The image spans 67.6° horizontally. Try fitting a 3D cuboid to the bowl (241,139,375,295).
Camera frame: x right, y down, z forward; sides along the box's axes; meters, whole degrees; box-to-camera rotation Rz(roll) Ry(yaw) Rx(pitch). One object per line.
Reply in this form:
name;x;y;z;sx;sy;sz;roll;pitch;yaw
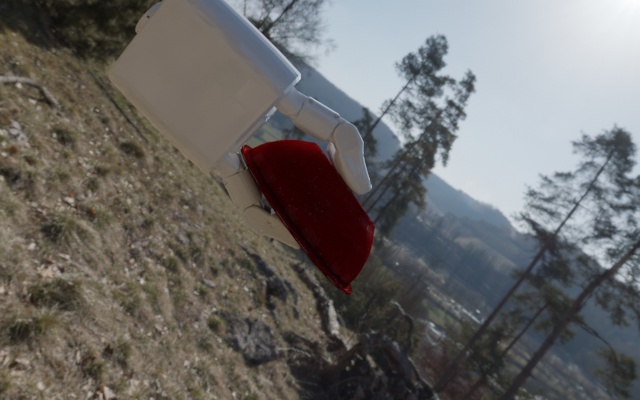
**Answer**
bowl;0.001;0.002;0.423;0.055;0.162;0.162;-36;-2;3
